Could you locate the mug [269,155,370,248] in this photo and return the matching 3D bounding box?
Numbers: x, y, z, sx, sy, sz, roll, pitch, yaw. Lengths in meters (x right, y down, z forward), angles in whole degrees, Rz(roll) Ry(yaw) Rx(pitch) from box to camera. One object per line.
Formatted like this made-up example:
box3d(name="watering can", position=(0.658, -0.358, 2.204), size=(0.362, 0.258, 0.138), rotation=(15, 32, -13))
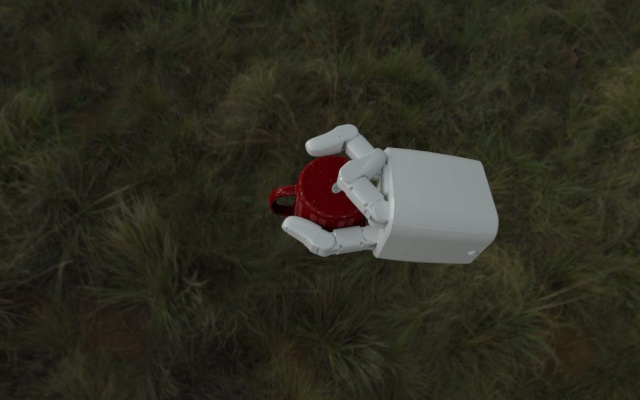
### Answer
box3d(name="mug", position=(-0.001, 0.001, 0.541), size=(0.117, 0.093, 0.081), rotation=(5, -29, -3))
